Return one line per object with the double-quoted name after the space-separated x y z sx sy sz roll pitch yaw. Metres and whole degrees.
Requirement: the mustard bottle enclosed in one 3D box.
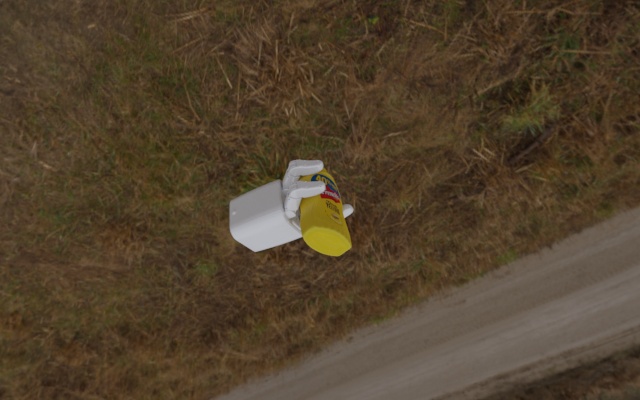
0.000 0.003 0.855 0.096 0.191 0.058 30 -56 -34 "mustard bottle"
